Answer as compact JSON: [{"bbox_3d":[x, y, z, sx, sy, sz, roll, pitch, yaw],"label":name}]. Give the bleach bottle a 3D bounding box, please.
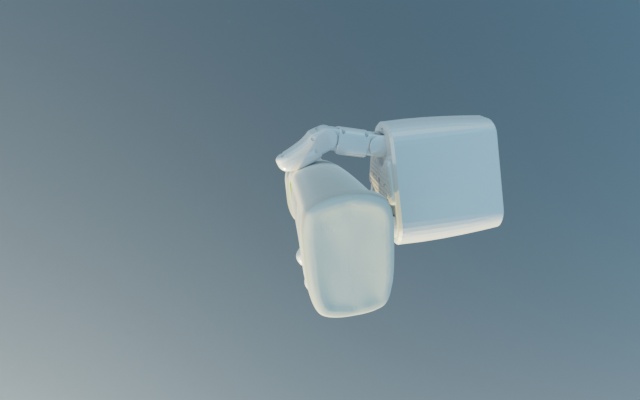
[{"bbox_3d":[0.000,0.002,0.455,0.068,0.103,0.250,-7,21,-8],"label":"bleach bottle"}]
